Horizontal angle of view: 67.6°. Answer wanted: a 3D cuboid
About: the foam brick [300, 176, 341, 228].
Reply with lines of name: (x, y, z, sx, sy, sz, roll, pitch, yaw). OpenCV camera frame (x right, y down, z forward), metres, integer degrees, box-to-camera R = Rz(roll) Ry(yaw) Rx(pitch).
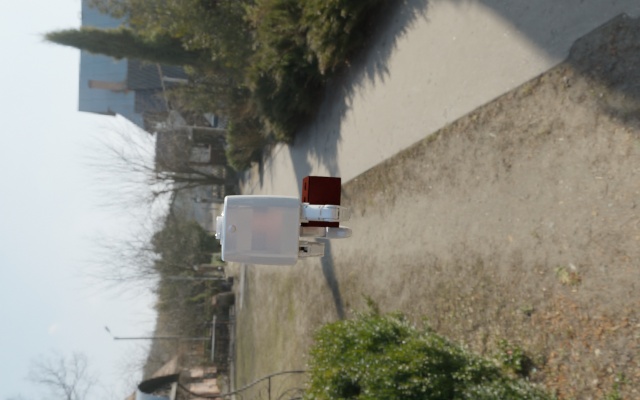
foam brick: (0.000, 0.002, 0.726, 0.051, 0.078, 0.053, 3, -3, -11)
